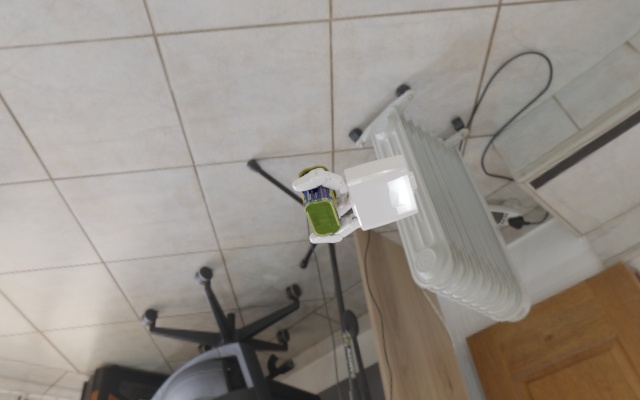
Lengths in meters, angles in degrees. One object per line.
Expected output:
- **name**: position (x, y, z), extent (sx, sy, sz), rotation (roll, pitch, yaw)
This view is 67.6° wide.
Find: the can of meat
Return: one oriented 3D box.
- **can of meat**: position (0.000, 0.003, 0.860), extent (0.057, 0.083, 0.102), rotation (-15, -43, 5)
